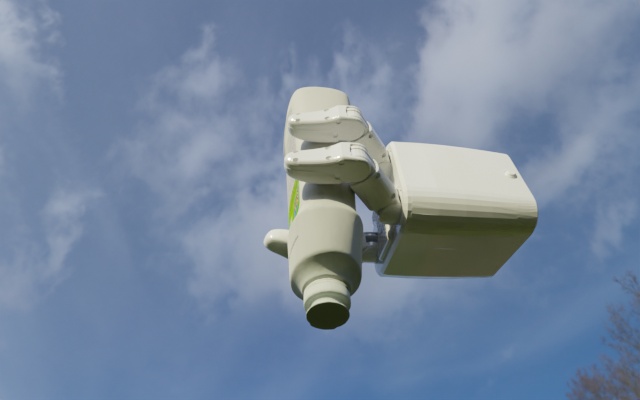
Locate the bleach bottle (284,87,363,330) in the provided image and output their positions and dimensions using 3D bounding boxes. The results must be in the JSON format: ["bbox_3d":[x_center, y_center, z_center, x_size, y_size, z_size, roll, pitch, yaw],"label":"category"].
[{"bbox_3d":[0.000,0.001,0.405,0.068,0.103,0.250,4,39,-5],"label":"bleach bottle"}]
